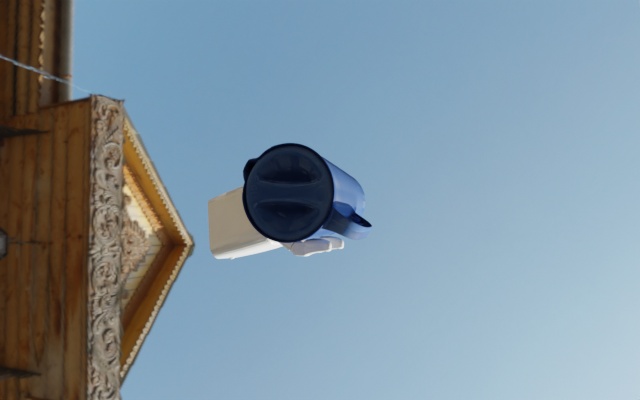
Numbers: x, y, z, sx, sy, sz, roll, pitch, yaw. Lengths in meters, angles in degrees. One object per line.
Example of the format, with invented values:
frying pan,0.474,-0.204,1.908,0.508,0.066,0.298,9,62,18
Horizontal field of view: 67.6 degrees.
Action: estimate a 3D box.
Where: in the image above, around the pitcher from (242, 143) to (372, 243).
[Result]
pitcher,0.000,0.002,0.735,0.145,0.149,0.243,-17,-9,17
